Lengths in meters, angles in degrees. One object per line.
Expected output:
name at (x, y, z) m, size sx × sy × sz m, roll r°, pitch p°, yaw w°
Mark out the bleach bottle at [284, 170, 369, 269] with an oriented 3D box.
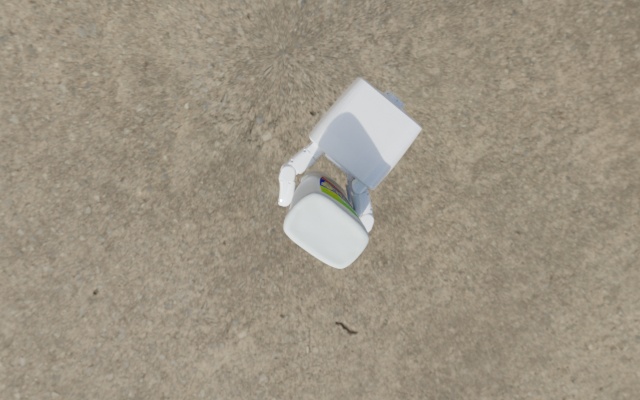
bleach bottle at (0.000, 0.002, 0.665) m, size 0.102 × 0.068 × 0.250 m, roll 38°, pitch 11°, yaw -14°
